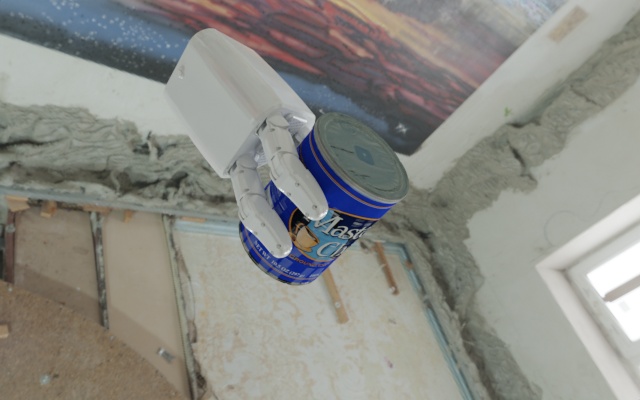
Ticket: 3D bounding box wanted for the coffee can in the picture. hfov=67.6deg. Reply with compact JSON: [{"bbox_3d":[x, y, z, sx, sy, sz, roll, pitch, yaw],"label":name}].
[{"bbox_3d":[0.000,0.002,0.458,0.103,0.102,0.140,0,-38,-46],"label":"coffee can"}]
